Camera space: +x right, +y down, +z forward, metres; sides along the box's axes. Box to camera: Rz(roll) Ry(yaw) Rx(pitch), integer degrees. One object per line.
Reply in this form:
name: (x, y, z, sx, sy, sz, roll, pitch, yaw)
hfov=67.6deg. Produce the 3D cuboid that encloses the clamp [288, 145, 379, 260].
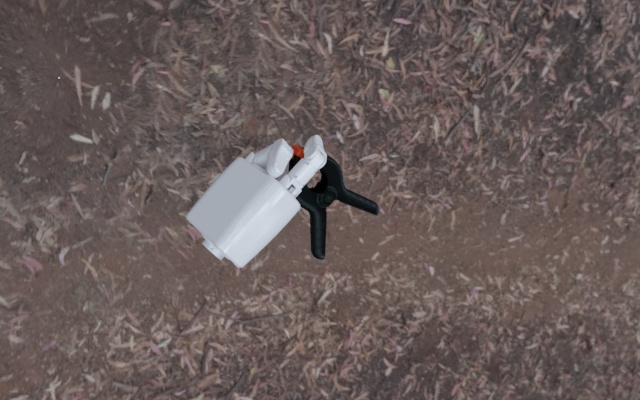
clamp: (0.000, 0.002, 0.667, 0.171, 0.120, 0.039, 47, -12, -29)
